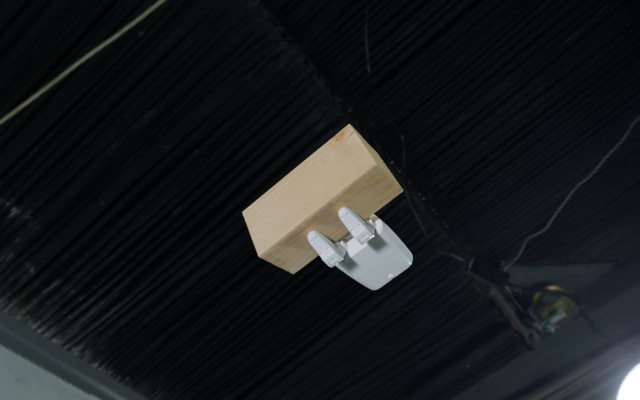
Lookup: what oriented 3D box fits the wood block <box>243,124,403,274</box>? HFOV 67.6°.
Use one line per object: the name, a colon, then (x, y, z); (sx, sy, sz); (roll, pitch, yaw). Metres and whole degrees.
wood block: (0.000, 0.002, 0.691); (0.206, 0.090, 0.090); (-38, -40, 13)
